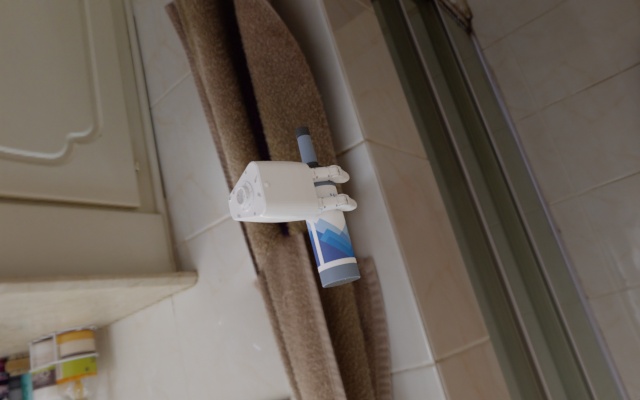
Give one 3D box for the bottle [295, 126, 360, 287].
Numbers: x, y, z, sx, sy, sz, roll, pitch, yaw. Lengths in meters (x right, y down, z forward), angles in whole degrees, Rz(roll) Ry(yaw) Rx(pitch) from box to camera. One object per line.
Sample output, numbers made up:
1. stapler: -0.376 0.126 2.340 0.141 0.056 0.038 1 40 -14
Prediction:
1. bottle: 0.000 0.003 0.854 0.069 0.295 0.069 -13 -17 -4
